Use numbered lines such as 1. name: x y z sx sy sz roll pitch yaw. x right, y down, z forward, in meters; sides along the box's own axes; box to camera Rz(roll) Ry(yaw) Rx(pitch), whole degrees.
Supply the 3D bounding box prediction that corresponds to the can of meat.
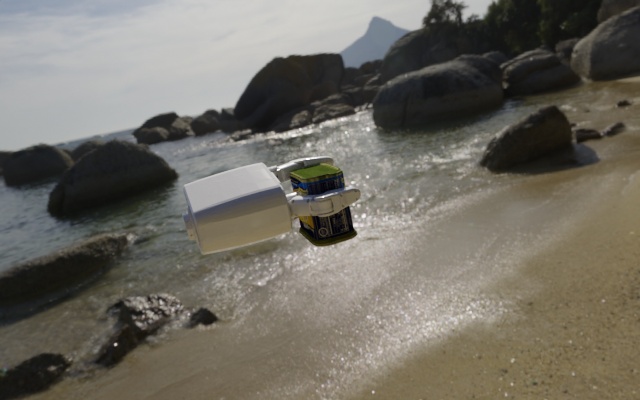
1. can of meat: 0.000 0.002 0.600 0.057 0.084 0.102 -15 13 -14
